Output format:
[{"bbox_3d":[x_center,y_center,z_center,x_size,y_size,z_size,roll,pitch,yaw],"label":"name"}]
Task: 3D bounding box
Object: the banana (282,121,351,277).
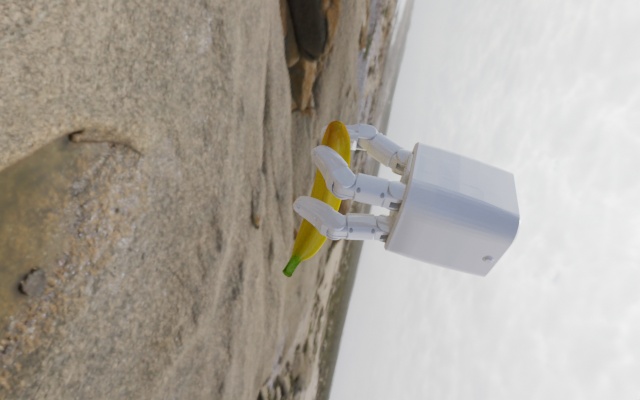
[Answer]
[{"bbox_3d":[0.004,-0.003,0.532,0.037,0.198,0.069,20,29,6],"label":"banana"}]
